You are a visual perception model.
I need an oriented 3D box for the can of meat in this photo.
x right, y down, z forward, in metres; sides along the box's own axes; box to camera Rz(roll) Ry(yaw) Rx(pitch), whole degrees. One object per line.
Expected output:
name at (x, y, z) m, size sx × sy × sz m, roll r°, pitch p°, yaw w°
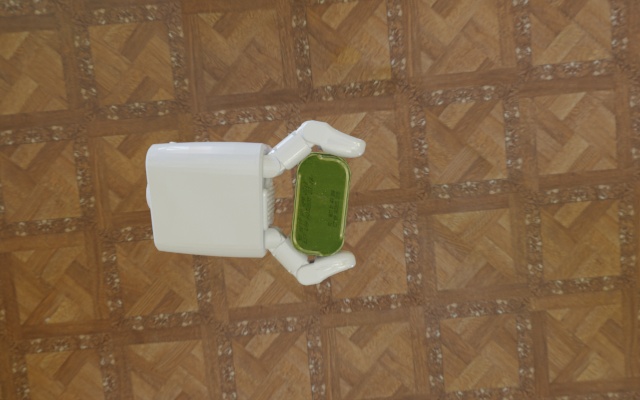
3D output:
can of meat at (0.000, 0.002, 0.485) m, size 0.057 × 0.102 × 0.084 m, roll 5°, pitch 5°, yaw 0°
